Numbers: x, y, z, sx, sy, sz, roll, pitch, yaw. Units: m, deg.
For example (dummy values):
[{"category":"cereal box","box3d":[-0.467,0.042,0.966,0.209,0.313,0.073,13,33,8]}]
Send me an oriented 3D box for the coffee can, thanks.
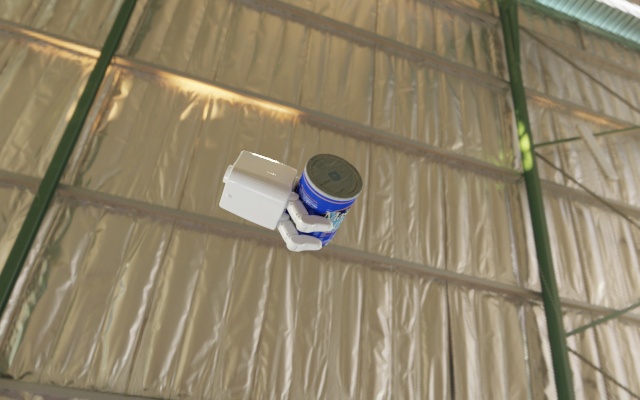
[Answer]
[{"category":"coffee can","box3d":[0.000,0.003,0.841,0.103,0.102,0.140,0,-40,-27]}]
